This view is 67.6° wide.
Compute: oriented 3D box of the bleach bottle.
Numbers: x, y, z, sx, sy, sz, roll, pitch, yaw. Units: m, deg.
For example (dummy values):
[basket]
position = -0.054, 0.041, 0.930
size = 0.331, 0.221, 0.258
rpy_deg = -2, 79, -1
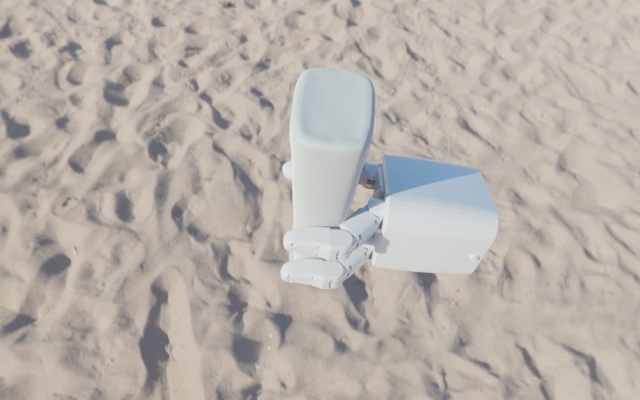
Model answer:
[bleach bottle]
position = 0.000, 0.002, 0.475
size = 0.068, 0.102, 0.251
rpy_deg = 7, -38, -1
